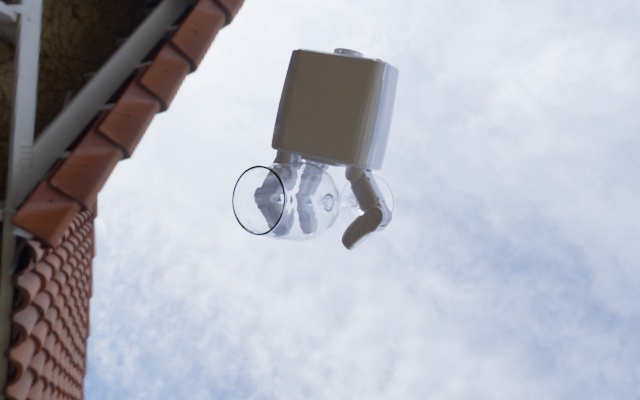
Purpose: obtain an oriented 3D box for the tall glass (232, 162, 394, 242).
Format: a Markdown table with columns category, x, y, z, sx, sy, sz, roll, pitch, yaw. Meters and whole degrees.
| category | x | y | z | sx | sy | sz | roll | pitch | yaw |
| --- | --- | --- | --- | --- | --- | --- | --- | --- | --- |
| tall glass | 0.000 | 0.002 | 0.499 | 0.079 | 0.079 | 0.201 | 0 | -1 | 34 |
